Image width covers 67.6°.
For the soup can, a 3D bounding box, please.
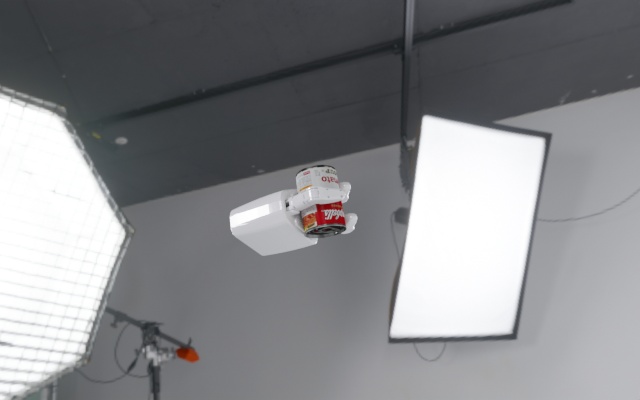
[{"bbox_3d":[0.000,0.002,0.763,0.068,0.102,0.068,-8,-18,-3],"label":"soup can"}]
